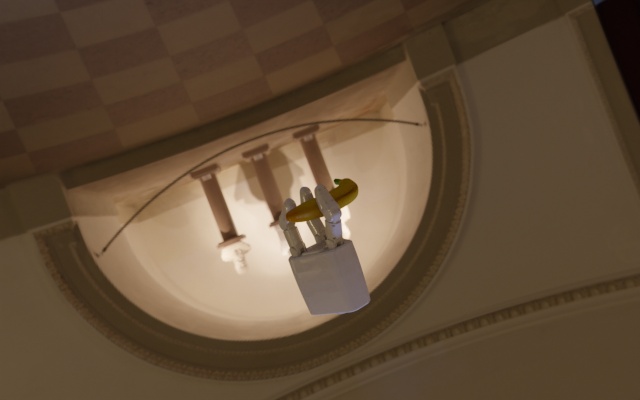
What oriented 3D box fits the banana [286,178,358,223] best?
[{"bbox_3d":[0.017,-0.002,0.803,0.069,0.037,0.197,-12,11,30],"label":"banana"}]
